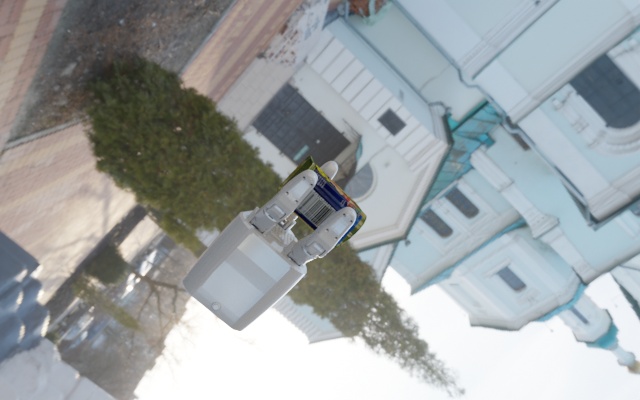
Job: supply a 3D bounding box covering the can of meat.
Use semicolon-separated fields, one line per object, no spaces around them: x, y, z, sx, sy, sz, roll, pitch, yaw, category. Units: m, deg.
0.000;0.002;0.538;0.084;0.057;0.102;43;5;-10;can of meat
